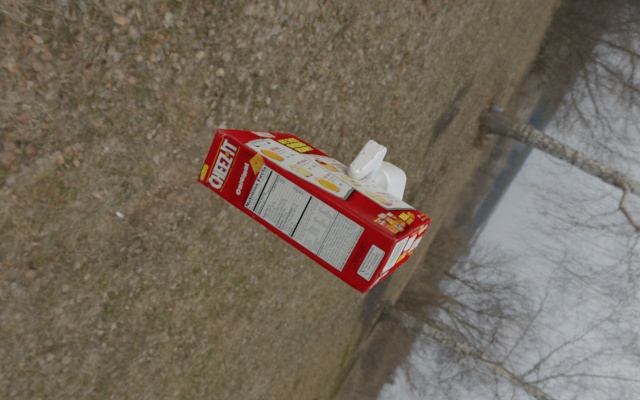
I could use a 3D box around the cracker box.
[{"bbox_3d":[0.000,0.002,0.525,0.213,0.072,0.164,32,17,18],"label":"cracker box"}]
